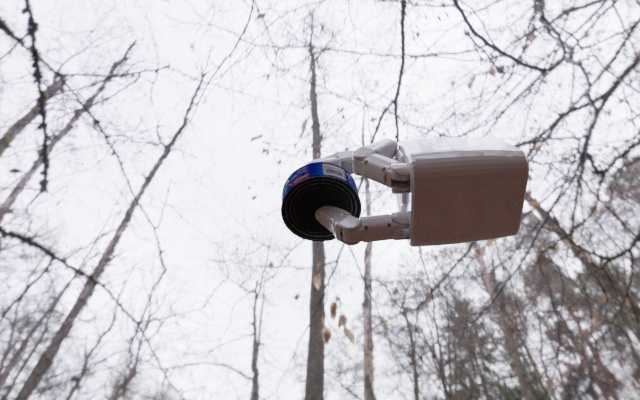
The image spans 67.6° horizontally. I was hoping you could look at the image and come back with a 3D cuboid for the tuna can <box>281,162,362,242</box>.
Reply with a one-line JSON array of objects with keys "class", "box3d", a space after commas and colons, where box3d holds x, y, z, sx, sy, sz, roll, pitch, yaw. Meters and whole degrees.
[{"class": "tuna can", "box3d": [0.000, 0.001, 0.518, 0.086, 0.086, 0.033, 0, 35, -4]}]
